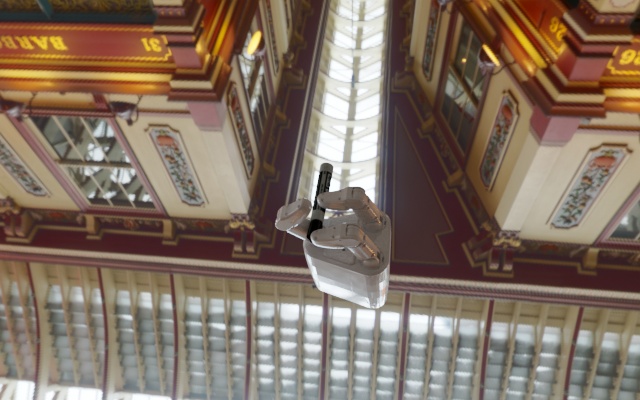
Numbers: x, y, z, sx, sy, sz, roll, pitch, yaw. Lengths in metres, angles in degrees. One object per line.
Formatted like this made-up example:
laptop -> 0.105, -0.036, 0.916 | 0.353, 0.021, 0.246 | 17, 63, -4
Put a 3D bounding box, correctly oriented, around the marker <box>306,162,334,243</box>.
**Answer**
marker -> 0.000, 0.002, 0.610 | 0.020, 0.121, 0.020 | 7, -37, 5
